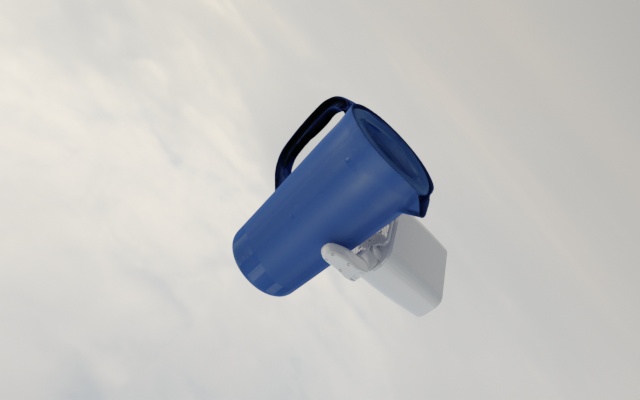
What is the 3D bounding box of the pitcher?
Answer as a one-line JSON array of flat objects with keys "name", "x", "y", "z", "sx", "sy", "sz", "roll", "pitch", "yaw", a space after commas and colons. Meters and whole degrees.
[{"name": "pitcher", "x": 0.000, "y": 0.002, "z": 0.582, "sx": 0.145, "sy": 0.243, "sz": 0.149, "roll": 40, "pitch": 25, "yaw": -19}]
